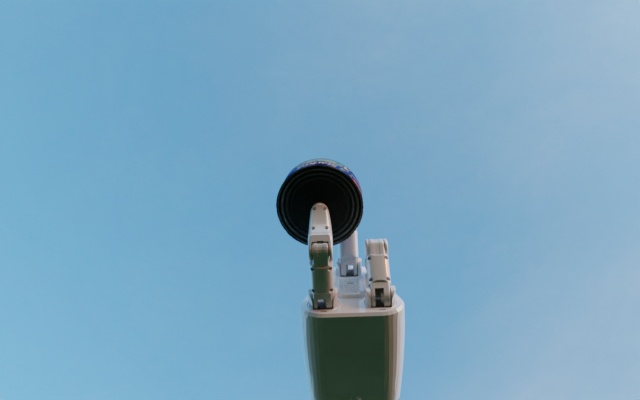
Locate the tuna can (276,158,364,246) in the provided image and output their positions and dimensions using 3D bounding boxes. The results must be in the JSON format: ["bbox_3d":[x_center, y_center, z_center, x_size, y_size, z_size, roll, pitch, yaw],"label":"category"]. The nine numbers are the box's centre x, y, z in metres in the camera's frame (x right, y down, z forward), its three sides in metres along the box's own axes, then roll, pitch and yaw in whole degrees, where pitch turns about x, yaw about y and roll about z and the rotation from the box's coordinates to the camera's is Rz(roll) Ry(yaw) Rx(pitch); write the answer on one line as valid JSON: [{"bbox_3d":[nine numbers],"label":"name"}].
[{"bbox_3d":[0.000,0.001,0.482,0.086,0.086,0.033,0,19,4],"label":"tuna can"}]
